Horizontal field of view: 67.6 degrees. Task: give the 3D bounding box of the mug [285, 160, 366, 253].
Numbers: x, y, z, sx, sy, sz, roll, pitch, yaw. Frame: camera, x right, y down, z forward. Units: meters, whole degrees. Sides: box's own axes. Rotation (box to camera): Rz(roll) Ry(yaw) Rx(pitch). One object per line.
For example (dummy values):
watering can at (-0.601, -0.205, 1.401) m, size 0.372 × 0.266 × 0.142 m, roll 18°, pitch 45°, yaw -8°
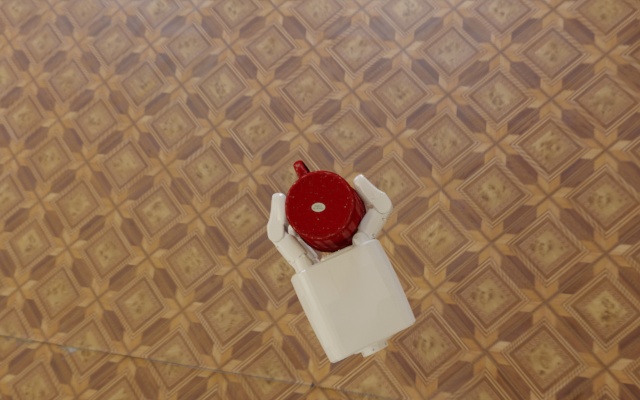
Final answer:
mug at (-0.001, 0.001, 0.571) m, size 0.093 × 0.117 × 0.081 m, roll -28°, pitch -15°, yaw 4°
